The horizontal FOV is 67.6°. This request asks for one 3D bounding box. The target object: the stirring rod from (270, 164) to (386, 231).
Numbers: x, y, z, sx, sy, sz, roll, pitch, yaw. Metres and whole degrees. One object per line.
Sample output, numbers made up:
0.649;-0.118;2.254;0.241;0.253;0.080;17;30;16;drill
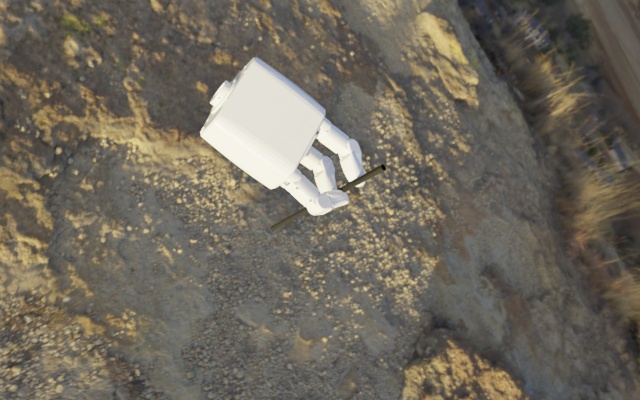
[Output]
0.000;0.002;0.638;0.011;0.011;0.239;0;-20;-40;stirring rod
